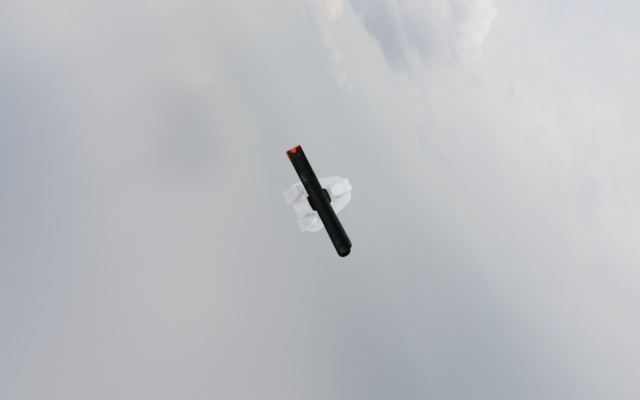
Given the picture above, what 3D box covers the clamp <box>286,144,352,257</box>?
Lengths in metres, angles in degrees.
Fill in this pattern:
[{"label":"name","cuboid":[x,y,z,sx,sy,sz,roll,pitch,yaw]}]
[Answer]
[{"label":"clamp","cuboid":[0.001,0.002,0.789,0.036,0.210,0.164,-27,-3,-3]}]
